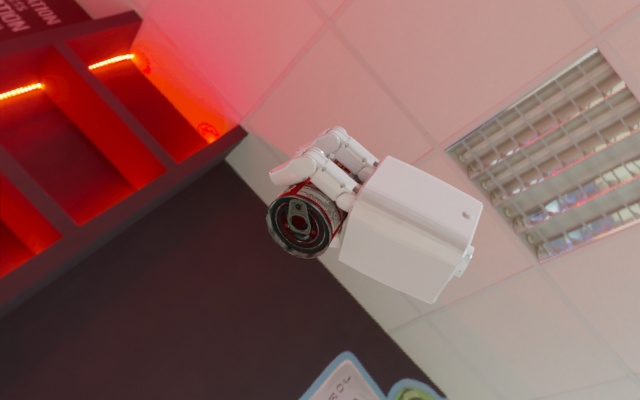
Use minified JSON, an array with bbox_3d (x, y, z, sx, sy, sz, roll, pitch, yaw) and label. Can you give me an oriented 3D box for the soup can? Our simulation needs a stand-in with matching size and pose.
[{"bbox_3d":[0.000,0.001,0.481,0.068,0.068,0.102,0,29,29],"label":"soup can"}]
